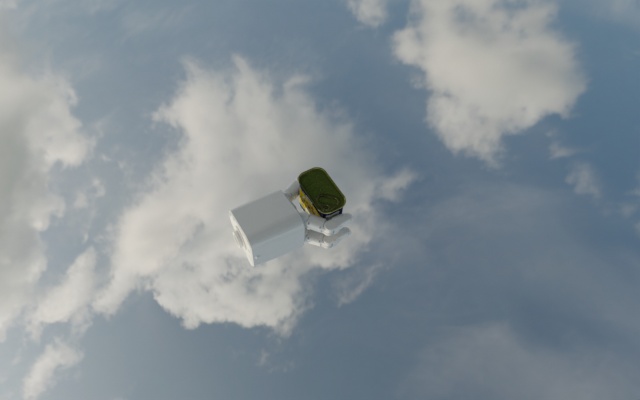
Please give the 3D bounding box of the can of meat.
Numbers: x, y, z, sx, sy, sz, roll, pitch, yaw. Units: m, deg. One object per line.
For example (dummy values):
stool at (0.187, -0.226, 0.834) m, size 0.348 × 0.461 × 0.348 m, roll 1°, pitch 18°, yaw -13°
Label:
can of meat at (0.000, 0.003, 0.899) m, size 0.057 × 0.102 × 0.084 m, roll -26°, pitch -29°, yaw -19°
